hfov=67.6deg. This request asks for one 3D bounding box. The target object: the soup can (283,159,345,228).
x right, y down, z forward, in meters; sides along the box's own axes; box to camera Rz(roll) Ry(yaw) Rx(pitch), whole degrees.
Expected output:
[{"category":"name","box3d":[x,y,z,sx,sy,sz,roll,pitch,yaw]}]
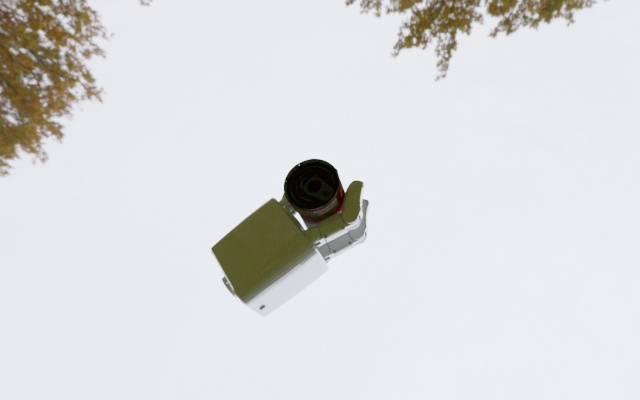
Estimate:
[{"category":"soup can","box3d":[0.000,0.002,0.603,0.068,0.068,0.102,0,-25,14]}]
